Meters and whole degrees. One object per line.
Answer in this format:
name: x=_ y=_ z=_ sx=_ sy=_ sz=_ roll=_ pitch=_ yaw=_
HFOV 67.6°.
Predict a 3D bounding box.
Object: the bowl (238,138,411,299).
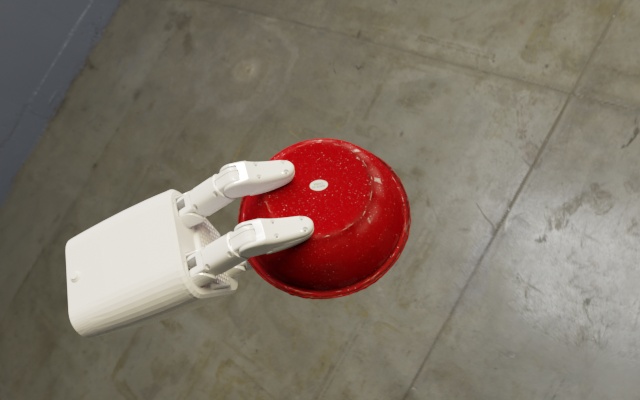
bowl: x=0.001 y=0.001 z=0.422 sx=0.162 sy=0.162 sz=0.055 roll=0 pitch=-28 yaw=6
